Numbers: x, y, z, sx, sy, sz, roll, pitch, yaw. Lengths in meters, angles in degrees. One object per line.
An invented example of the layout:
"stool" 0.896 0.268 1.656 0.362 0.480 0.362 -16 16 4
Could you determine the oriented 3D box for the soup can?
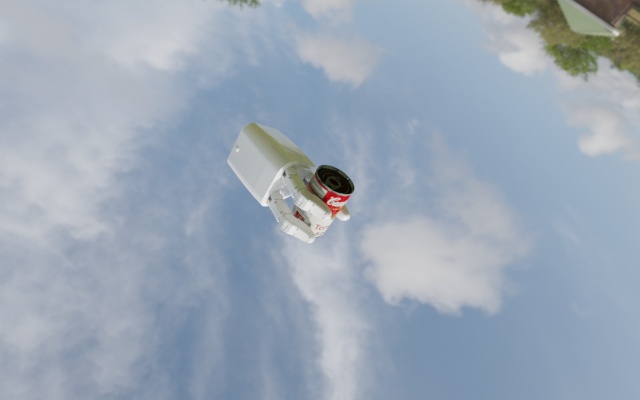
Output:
"soup can" 0.000 0.003 0.768 0.068 0.068 0.102 0 -44 -41
